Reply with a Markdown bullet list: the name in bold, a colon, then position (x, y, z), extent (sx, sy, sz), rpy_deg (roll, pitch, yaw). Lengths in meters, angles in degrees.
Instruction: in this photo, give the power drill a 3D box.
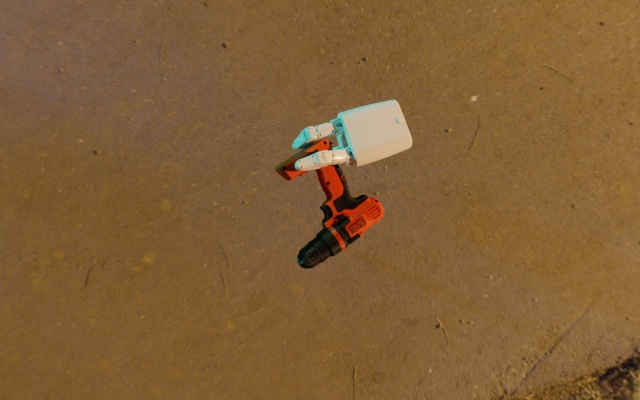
- **power drill**: position (0.000, 0.002, 0.835), extent (0.184, 0.188, 0.057), rpy_deg (-35, 13, -18)
